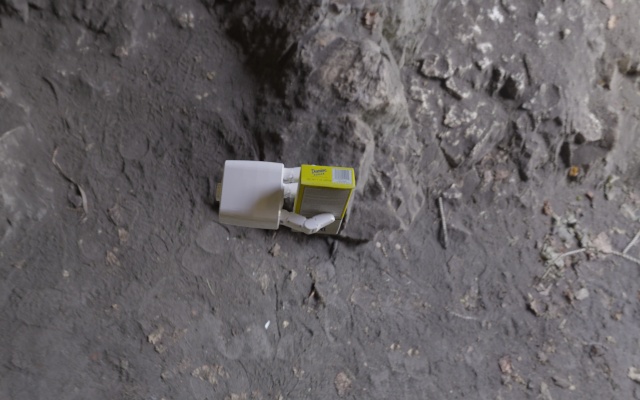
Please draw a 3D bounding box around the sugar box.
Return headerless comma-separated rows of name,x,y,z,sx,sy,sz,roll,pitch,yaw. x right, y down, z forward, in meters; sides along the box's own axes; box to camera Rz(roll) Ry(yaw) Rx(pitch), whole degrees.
sugar box,0.000,0.002,0.870,0.093,0.048,0.176,5,-29,-7
